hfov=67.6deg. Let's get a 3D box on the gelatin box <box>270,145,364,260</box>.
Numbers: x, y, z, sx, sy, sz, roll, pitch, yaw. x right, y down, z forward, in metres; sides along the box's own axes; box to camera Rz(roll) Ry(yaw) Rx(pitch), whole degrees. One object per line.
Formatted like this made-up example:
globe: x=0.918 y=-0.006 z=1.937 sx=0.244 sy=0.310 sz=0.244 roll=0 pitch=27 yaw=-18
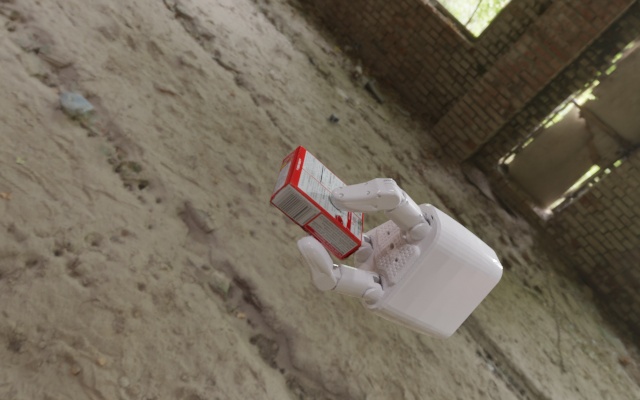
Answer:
gelatin box: x=0.000 y=0.001 z=0.435 sx=0.030 sy=0.089 sz=0.073 roll=-40 pitch=21 yaw=26
